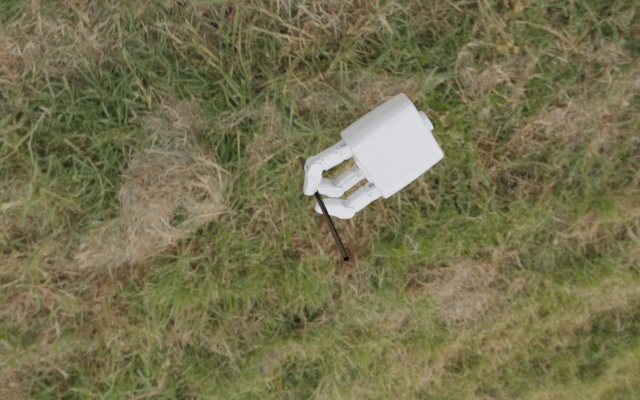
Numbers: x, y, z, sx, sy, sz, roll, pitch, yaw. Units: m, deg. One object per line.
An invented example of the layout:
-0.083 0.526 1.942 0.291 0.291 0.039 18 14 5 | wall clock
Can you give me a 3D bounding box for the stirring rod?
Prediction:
0.000 0.002 0.688 0.011 0.011 0.239 0 36 -19 | stirring rod
